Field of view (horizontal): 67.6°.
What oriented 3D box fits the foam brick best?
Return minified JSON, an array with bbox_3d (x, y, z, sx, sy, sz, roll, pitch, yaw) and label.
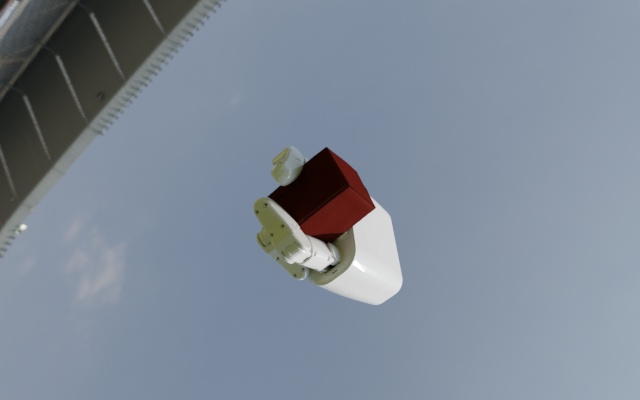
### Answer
[{"bbox_3d":[0.000,0.001,0.434,0.078,0.053,0.051,-39,-41,17],"label":"foam brick"}]
